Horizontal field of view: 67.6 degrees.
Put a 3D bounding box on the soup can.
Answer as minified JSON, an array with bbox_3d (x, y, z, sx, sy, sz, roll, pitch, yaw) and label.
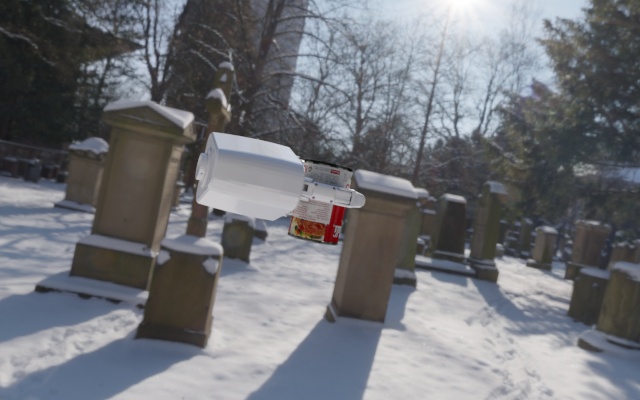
[{"bbox_3d":[0.001,0.002,0.627,0.068,0.102,0.068,12,1,0],"label":"soup can"}]
